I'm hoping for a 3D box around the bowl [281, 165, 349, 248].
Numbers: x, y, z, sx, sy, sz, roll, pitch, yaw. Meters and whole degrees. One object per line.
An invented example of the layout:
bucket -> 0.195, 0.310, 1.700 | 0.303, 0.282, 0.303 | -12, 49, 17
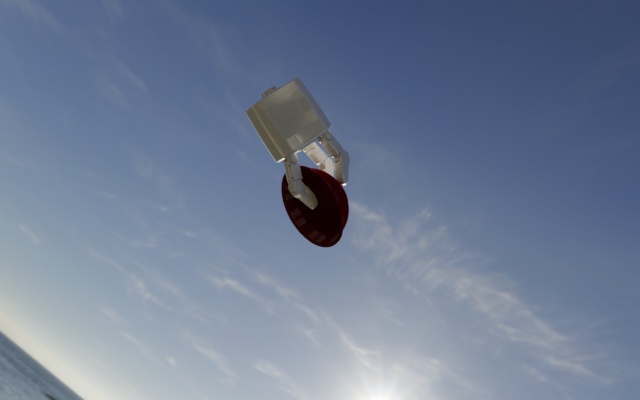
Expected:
bowl -> 0.001, 0.004, 0.876 | 0.055, 0.162, 0.162 | -28, 17, -36
